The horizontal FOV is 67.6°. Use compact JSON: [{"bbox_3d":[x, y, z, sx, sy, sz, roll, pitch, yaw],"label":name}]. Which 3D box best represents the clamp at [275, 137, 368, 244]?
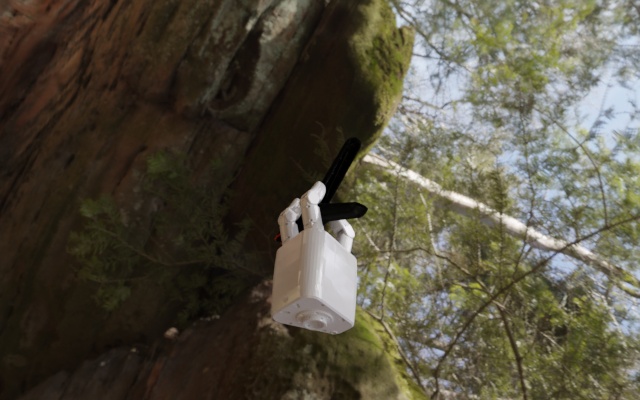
[{"bbox_3d":[0.000,0.003,0.755,0.036,0.164,0.210,30,-47,-24],"label":"clamp"}]
